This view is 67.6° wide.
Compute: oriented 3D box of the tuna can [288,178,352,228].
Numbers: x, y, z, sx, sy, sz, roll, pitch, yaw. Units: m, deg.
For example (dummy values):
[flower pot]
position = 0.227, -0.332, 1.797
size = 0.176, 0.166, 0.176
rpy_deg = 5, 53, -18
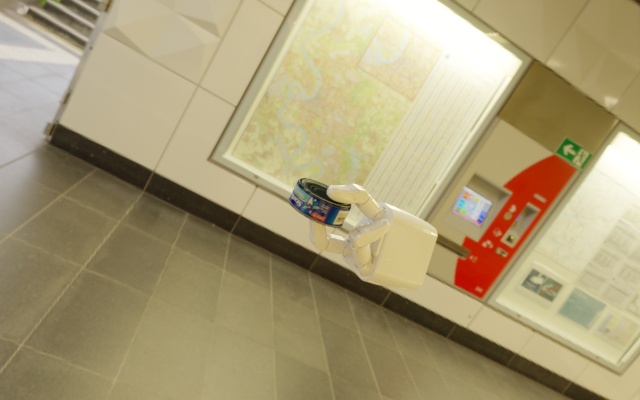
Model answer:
[tuna can]
position = 0.000, 0.002, 0.673
size = 0.086, 0.034, 0.086
rpy_deg = 25, 15, -7
